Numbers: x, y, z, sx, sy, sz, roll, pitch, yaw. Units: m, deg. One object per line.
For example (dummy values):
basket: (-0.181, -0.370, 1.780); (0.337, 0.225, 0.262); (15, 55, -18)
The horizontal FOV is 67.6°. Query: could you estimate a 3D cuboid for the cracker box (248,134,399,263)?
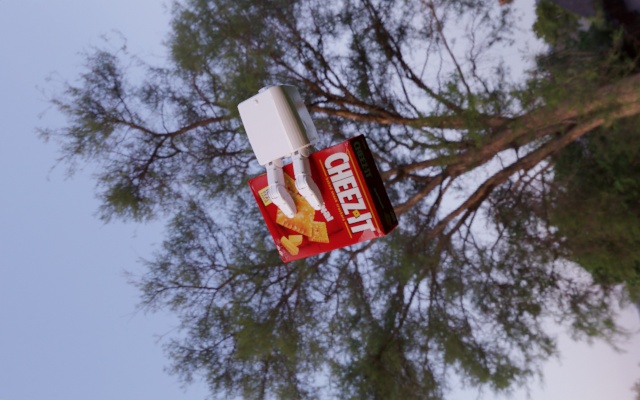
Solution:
cracker box: (0.000, 0.003, 0.811); (0.214, 0.164, 0.072); (-19, 7, 32)
